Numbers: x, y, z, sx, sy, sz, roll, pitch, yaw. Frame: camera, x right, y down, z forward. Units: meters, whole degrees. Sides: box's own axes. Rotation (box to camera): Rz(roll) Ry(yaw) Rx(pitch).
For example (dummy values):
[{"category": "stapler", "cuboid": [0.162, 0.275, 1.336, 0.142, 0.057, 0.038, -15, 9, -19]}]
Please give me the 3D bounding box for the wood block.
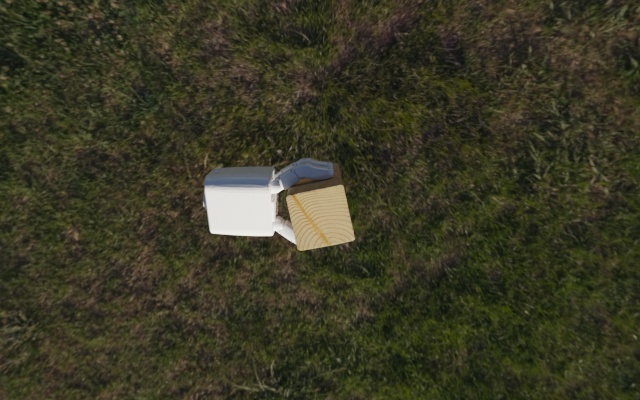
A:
[{"category": "wood block", "cuboid": [0.000, 0.003, 0.809, 0.090, 0.091, 0.206, -11, 14, 3]}]
